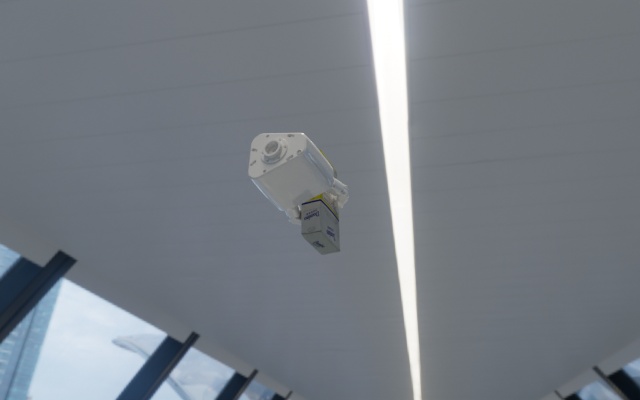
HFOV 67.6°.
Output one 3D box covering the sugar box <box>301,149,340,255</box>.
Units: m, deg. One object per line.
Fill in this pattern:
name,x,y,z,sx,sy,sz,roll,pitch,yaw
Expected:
sugar box,0.000,0.003,0.894,0.048,0.176,0.093,-11,-33,21
